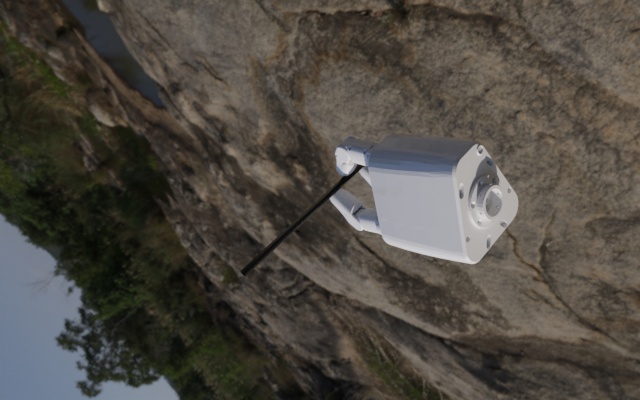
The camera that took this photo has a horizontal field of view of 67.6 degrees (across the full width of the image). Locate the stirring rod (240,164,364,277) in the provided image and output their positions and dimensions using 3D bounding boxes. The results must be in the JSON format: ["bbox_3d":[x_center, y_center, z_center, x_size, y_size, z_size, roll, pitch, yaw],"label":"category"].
[{"bbox_3d":[0.000,0.002,0.546,0.239,0.011,0.011,-43,20,-23],"label":"stirring rod"}]
